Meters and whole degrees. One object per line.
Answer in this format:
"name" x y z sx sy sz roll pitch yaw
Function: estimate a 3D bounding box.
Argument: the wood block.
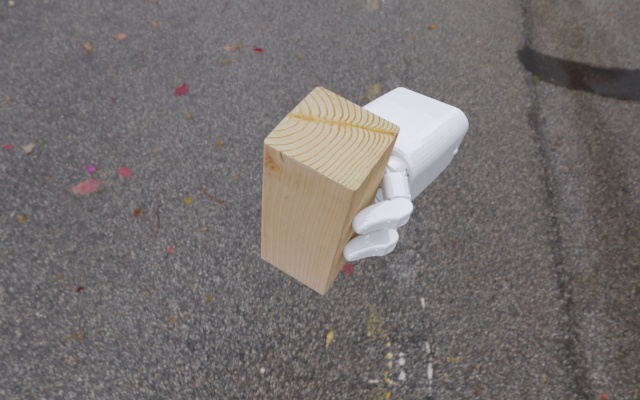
"wood block" 0.000 0.001 0.492 0.091 0.090 0.206 30 -33 13
